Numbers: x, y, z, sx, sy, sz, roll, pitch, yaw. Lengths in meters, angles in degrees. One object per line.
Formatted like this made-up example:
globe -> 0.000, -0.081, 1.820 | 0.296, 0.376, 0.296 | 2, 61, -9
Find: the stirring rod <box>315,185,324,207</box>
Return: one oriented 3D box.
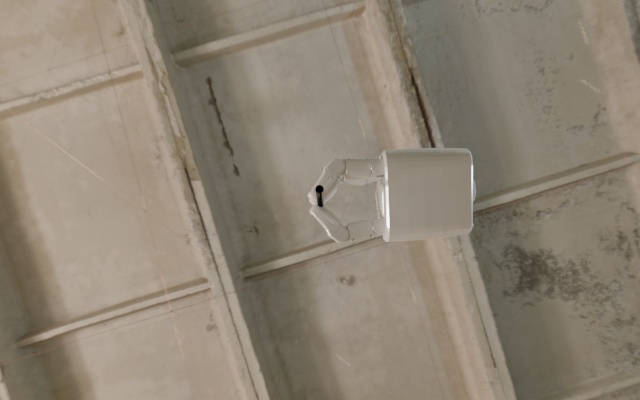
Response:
stirring rod -> 0.000, 0.002, 0.572 | 0.011, 0.011, 0.239 | 0, -6, 0
